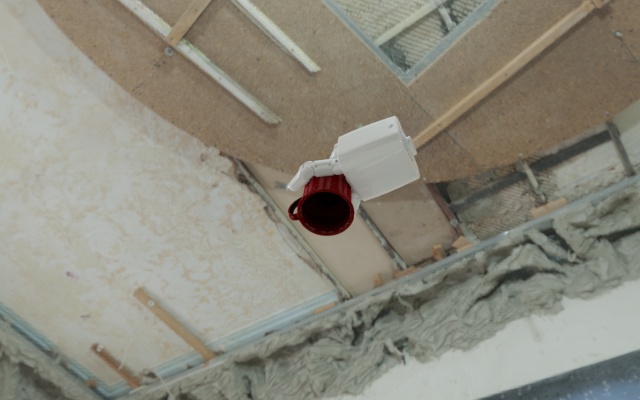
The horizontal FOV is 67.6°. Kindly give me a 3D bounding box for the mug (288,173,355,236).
[{"bbox_3d":[-0.001,0.003,0.803,0.117,0.093,0.081,-20,30,17],"label":"mug"}]
